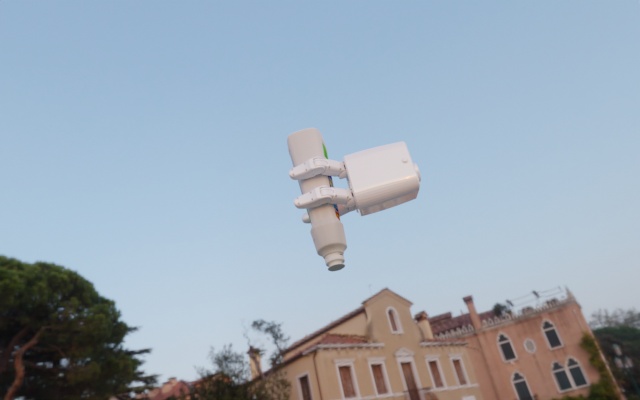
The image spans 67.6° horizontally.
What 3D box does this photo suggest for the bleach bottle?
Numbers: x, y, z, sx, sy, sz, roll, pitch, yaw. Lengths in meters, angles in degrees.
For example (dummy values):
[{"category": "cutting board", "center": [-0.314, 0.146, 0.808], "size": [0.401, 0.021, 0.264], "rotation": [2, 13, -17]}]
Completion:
[{"category": "bleach bottle", "center": [0.000, 0.003, 0.812], "size": [0.068, 0.250, 0.103], "rotation": [-16, -29, 3]}]
